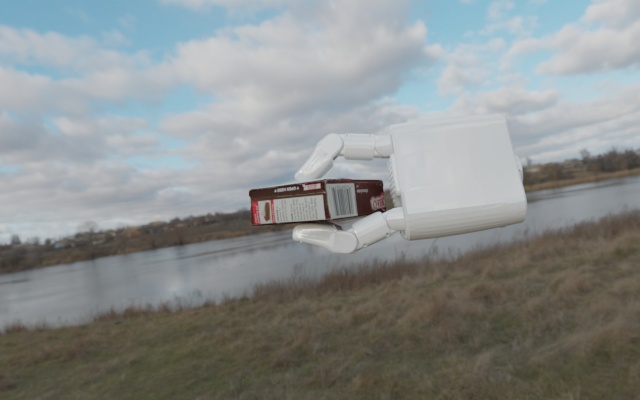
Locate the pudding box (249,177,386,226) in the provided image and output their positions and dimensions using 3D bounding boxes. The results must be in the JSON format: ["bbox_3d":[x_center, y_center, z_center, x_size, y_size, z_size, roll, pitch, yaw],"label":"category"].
[{"bbox_3d":[0.000,0.001,0.467,0.090,0.039,0.113,-7,-3,33],"label":"pudding box"}]
